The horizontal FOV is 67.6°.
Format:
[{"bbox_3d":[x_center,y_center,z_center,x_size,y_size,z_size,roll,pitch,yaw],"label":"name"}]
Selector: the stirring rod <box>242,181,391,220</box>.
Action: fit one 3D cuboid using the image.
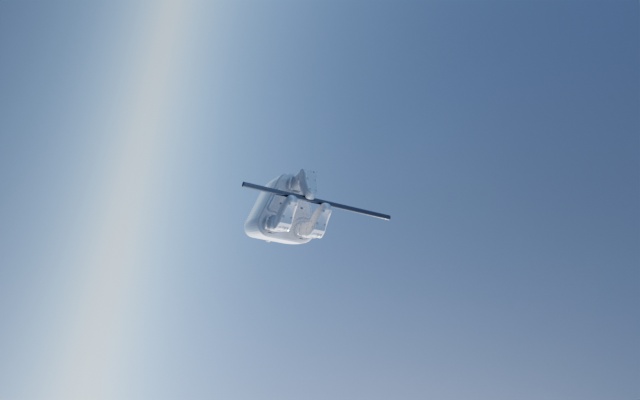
[{"bbox_3d":[0.000,0.002,0.713,0.239,0.011,0.011,13,-5,-22],"label":"stirring rod"}]
